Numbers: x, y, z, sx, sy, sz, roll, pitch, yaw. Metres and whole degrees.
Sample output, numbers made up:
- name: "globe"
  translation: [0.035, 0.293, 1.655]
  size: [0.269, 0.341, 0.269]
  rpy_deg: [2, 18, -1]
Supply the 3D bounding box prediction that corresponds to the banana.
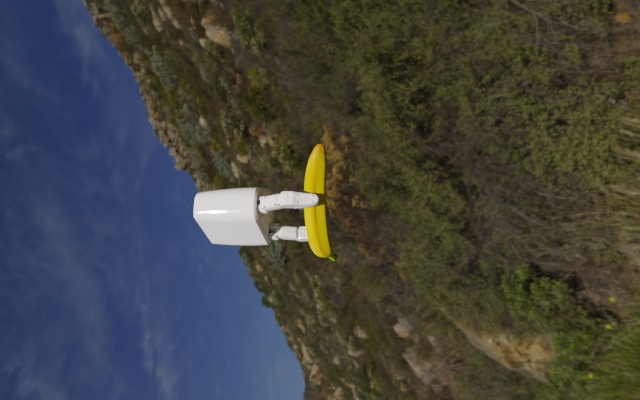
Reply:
- name: "banana"
  translation: [-0.004, 0.008, 0.774]
  size: [0.037, 0.198, 0.069]
  rpy_deg: [-3, 7, 14]
